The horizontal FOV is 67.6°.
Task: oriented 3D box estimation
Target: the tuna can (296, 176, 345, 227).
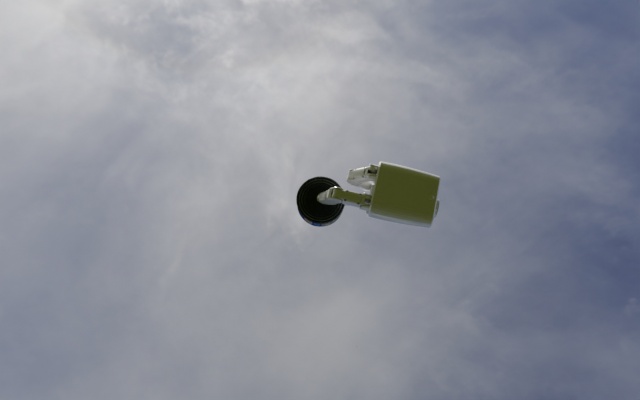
[{"bbox_3d":[0.000,0.003,0.849,0.086,0.086,0.034,0,-16,-1],"label":"tuna can"}]
